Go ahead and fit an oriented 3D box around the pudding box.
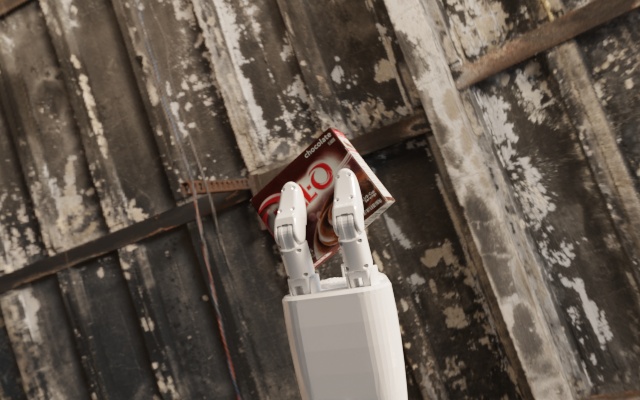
[{"bbox_3d":[0.000,0.002,0.454,0.113,0.090,0.039,-40,-17,15],"label":"pudding box"}]
